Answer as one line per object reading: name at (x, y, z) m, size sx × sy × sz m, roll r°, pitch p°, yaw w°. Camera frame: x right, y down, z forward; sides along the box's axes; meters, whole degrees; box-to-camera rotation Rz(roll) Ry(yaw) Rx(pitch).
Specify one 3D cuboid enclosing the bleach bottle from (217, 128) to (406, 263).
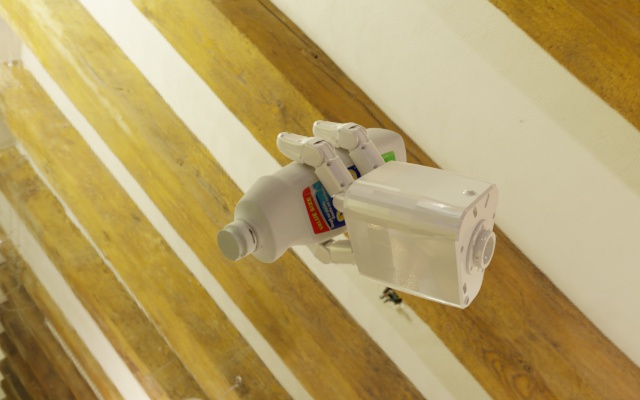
bleach bottle at (0.000, 0.001, 0.488) m, size 0.068 × 0.103 × 0.250 m, roll 14°, pitch 29°, yaw 35°
